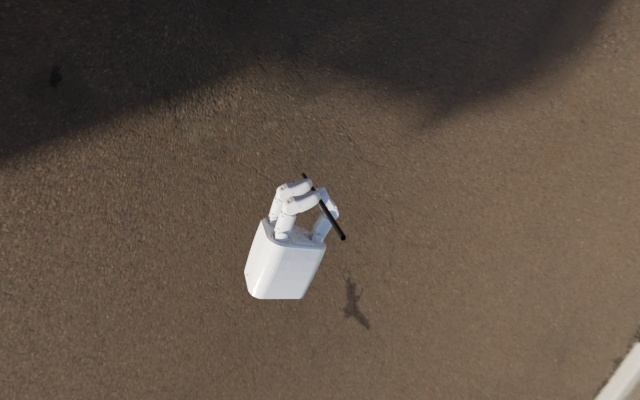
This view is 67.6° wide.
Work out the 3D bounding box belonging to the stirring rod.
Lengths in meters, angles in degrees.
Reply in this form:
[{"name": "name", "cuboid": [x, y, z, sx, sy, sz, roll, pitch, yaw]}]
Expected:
[{"name": "stirring rod", "cuboid": [0.000, 0.002, 0.739, 0.011, 0.011, 0.239, 0, 23, -16]}]
